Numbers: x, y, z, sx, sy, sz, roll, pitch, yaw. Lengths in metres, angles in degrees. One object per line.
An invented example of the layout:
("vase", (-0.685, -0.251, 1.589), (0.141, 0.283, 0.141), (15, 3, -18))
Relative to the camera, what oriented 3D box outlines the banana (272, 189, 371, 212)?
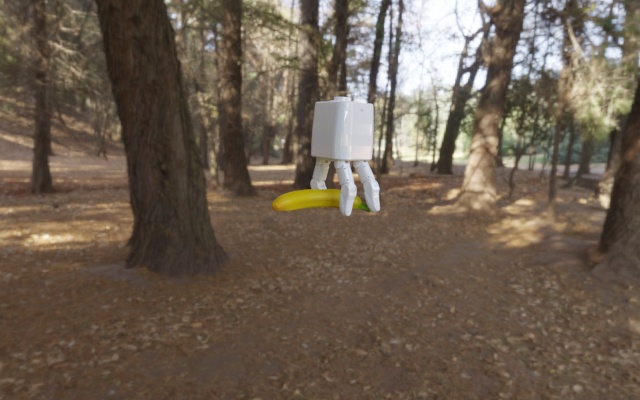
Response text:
("banana", (-0.004, -0.001, 0.897), (0.198, 0.037, 0.069), (0, 11, -22))
